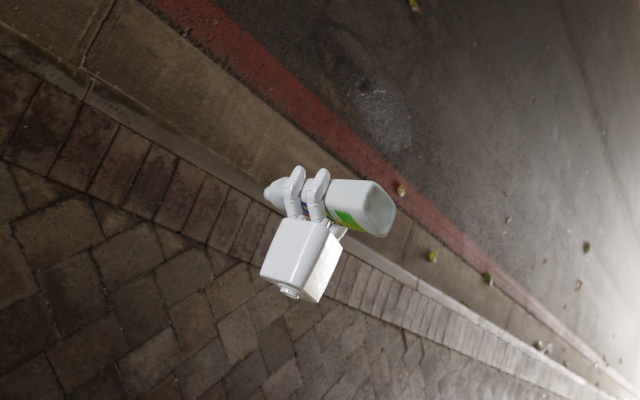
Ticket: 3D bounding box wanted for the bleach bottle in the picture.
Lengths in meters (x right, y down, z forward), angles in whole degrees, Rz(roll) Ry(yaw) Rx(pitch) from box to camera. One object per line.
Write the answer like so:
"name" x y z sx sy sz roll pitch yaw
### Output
"bleach bottle" 0.000 0.003 0.835 0.251 0.068 0.103 7 -27 41
